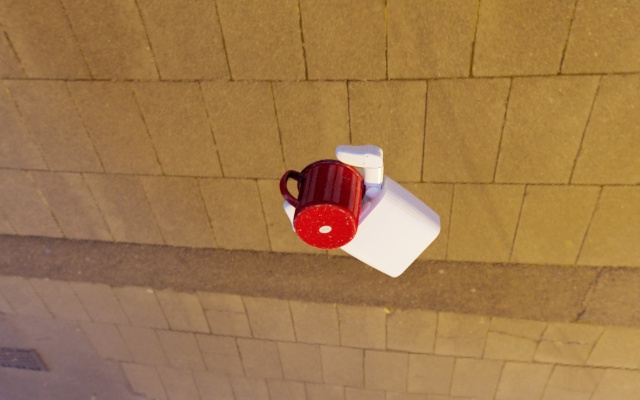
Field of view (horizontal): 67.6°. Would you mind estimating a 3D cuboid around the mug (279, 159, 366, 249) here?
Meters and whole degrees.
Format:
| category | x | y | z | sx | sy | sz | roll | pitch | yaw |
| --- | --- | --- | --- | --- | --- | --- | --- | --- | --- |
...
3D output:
| category | x | y | z | sx | sy | sz | roll | pitch | yaw |
| --- | --- | --- | --- | --- | --- | --- | --- | --- | --- |
| mug | -0.001 | 0.001 | 0.608 | 0.117 | 0.081 | 0.093 | 31 | -52 | -18 |
